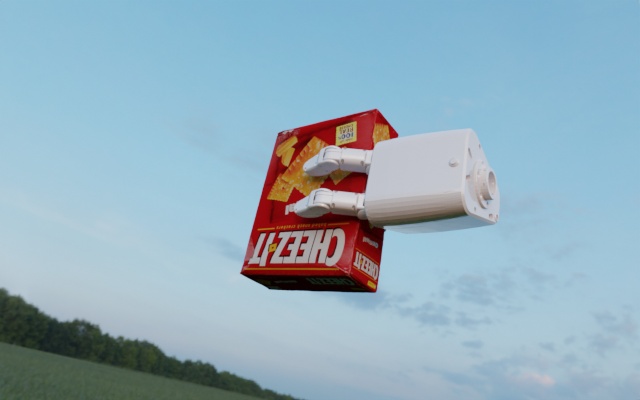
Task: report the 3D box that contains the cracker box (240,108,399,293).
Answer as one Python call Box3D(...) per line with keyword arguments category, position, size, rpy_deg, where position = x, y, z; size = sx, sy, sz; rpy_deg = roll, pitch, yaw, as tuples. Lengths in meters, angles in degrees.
Box3D(category="cracker box", position=(0.000, 0.002, 0.601), size=(0.164, 0.213, 0.072), rpy_deg=(-6, -30, 36))
